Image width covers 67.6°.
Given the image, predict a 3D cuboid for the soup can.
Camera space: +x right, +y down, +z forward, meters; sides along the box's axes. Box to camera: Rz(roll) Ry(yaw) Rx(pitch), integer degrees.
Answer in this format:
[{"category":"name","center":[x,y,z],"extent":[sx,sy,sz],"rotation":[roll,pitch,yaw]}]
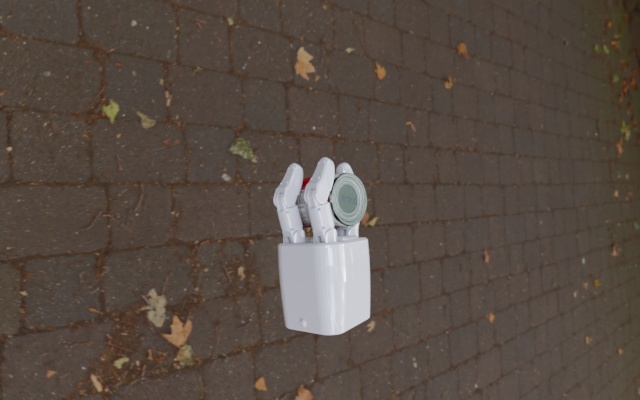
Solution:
[{"category":"soup can","center":[0.000,0.002,0.615],"extent":[0.102,0.068,0.068],"rotation":[-6,-4,45]}]
